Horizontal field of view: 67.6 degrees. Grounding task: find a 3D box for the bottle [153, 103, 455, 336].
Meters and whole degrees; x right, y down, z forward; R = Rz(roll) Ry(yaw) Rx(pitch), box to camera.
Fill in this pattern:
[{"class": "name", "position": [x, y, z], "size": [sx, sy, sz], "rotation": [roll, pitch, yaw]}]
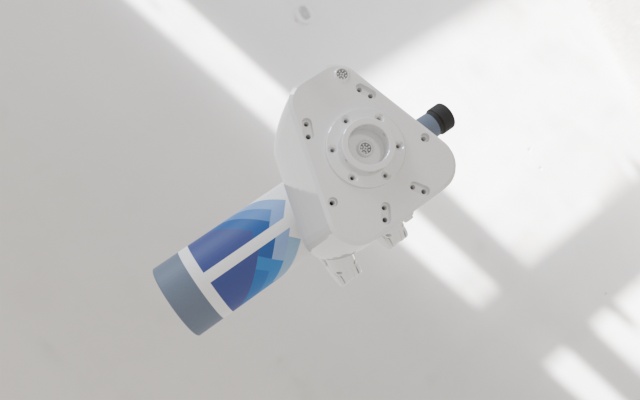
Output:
[{"class": "bottle", "position": [0.000, 0.002, 0.421], "size": [0.295, 0.069, 0.069], "rotation": [-35, 8, -12]}]
